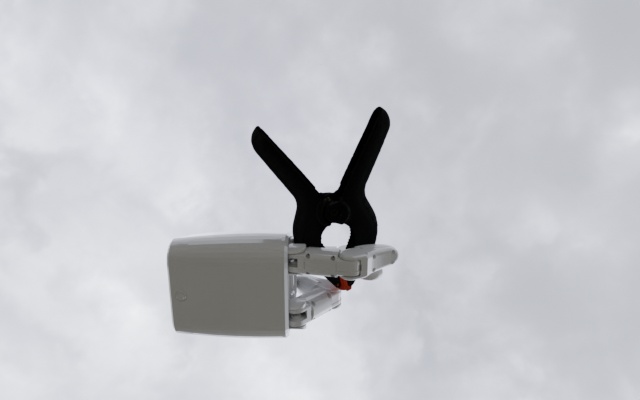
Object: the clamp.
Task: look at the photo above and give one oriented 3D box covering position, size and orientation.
[{"bbox_3d":[0.000,0.001,0.434,0.120,0.171,0.039,0,16,0],"label":"clamp"}]
